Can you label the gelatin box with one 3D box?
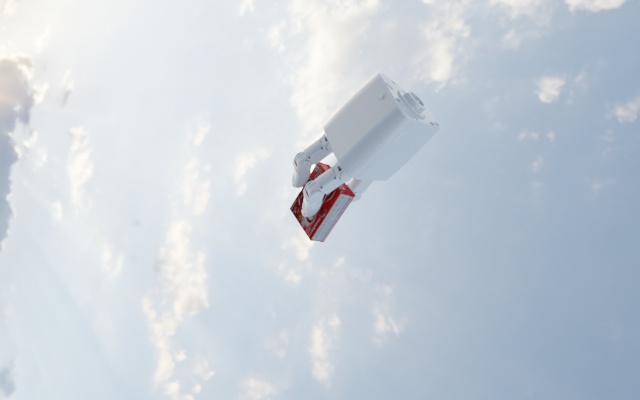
[{"bbox_3d":[0.000,0.003,0.678,0.030,0.089,0.073,12,30,-40],"label":"gelatin box"}]
